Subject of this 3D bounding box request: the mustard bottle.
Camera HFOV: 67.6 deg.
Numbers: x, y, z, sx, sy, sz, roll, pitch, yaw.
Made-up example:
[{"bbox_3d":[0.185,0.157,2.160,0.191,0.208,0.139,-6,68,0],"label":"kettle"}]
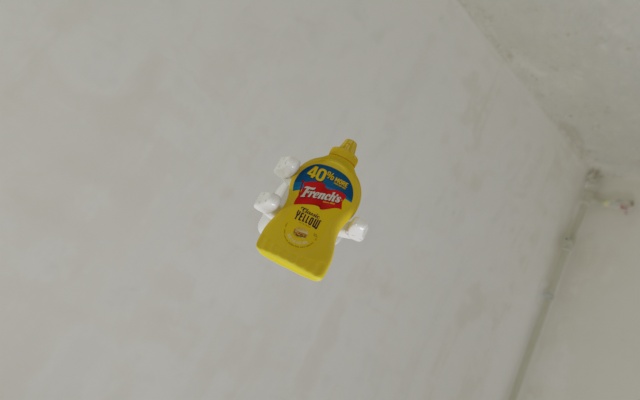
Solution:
[{"bbox_3d":[0.000,0.002,0.631,0.096,0.191,0.058,25,-15,11],"label":"mustard bottle"}]
